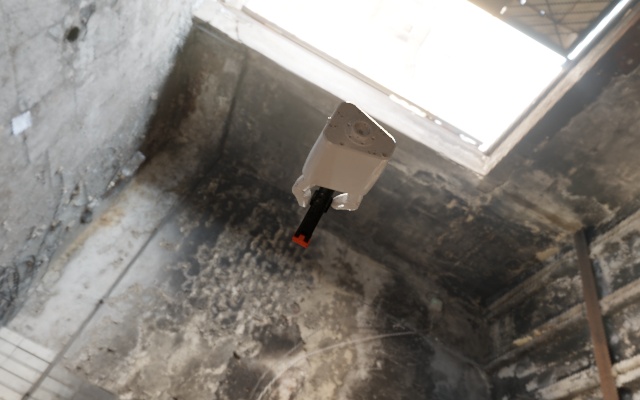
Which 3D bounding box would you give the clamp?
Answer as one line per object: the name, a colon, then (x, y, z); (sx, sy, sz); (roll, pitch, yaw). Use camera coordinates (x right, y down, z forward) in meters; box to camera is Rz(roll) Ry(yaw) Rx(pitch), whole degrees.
clamp: (0.001, 0.003, 0.858); (0.036, 0.210, 0.165); (28, -33, -1)
